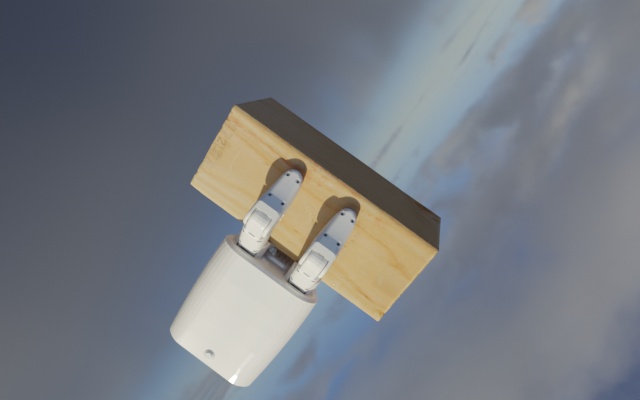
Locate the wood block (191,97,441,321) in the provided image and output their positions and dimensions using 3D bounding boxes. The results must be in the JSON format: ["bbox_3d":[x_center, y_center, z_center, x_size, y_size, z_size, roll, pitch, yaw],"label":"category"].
[{"bbox_3d":[0.000,0.002,0.446,0.206,0.090,0.090,36,21,3],"label":"wood block"}]
